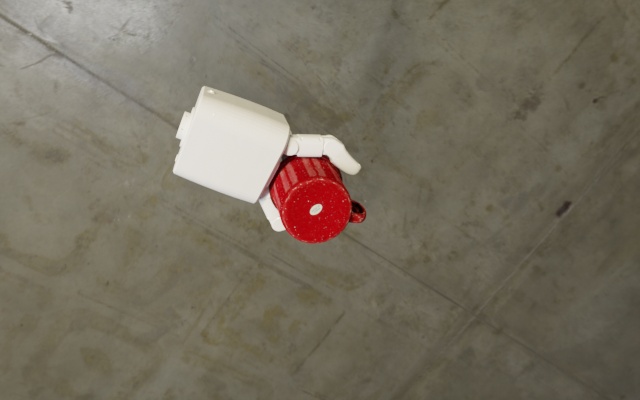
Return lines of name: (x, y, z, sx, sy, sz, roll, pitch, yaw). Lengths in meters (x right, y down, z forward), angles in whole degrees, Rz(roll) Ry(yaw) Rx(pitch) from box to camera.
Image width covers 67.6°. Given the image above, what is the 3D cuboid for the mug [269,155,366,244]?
mug: (0.001, 0.002, 0.562, 0.117, 0.093, 0.081, 20, 17, -18)
